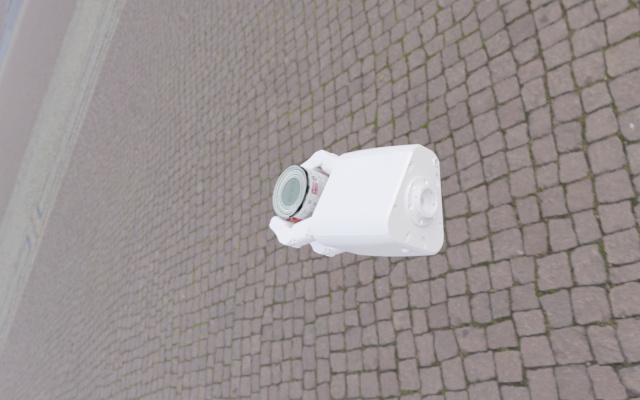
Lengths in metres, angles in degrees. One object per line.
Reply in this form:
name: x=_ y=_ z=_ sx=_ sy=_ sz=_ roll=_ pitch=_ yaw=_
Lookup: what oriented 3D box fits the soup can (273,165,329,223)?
soup can: x=0.000 y=0.002 z=0.597 sx=0.102 sy=0.068 sz=0.068 roll=19 pitch=-12 yaw=-38
